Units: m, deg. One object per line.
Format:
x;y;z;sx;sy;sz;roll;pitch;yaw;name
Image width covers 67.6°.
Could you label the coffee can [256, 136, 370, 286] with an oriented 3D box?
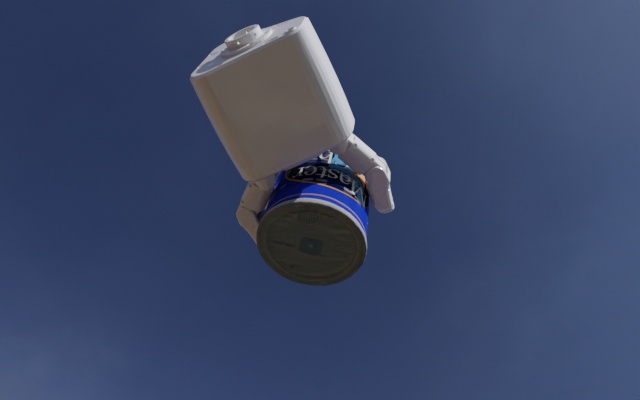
0.000;0.002;0.492;0.103;0.103;0.140;0;36;9;coffee can
